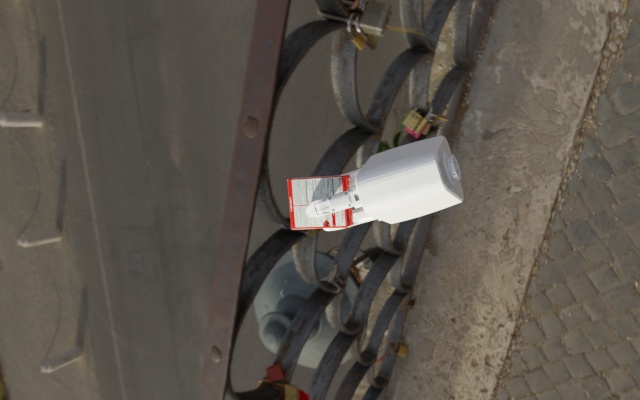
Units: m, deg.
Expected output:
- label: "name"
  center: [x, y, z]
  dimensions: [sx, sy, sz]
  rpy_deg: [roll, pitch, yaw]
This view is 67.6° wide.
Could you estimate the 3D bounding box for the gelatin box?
- label: "gelatin box"
  center: [0.000, 0.002, 0.678]
  dimensions: [0.089, 0.073, 0.030]
  rpy_deg: [-3, 5, 21]
